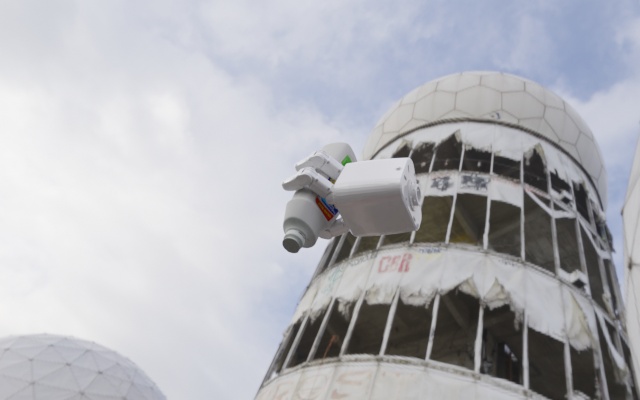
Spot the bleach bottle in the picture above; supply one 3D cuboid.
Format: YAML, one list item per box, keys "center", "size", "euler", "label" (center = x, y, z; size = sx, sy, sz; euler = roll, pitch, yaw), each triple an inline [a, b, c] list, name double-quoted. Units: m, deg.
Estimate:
- center: [0.000, 0.002, 0.786]
  size: [0.068, 0.103, 0.250]
  euler: [-6, 31, 26]
  label: "bleach bottle"
